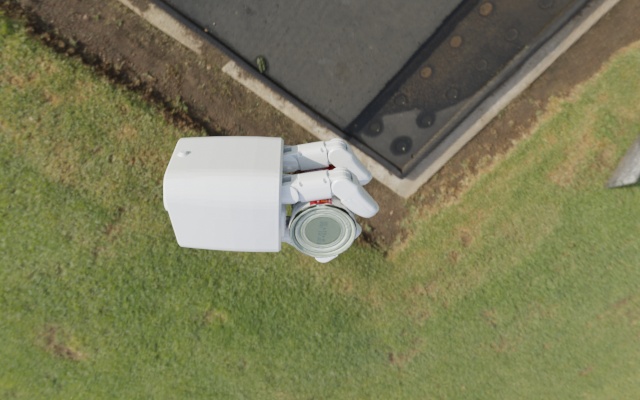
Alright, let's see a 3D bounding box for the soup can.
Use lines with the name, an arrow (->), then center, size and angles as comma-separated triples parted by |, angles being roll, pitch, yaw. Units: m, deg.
soup can -> 0.001, 0.002, 0.499 | 0.068, 0.069, 0.102 | 0, 36, -3
